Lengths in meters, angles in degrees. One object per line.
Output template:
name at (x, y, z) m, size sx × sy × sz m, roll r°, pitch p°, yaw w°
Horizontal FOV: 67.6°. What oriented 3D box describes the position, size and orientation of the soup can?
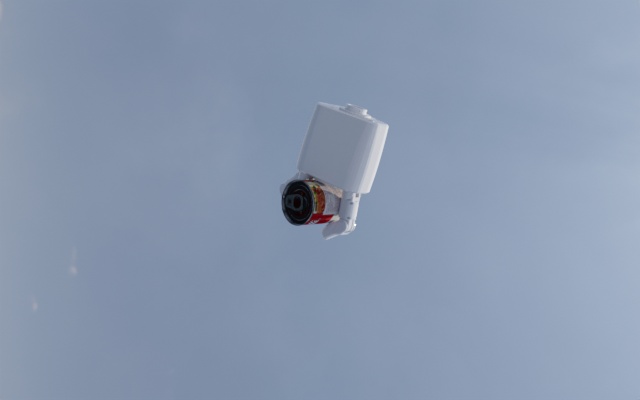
soup can at (0.000, 0.003, 0.731) m, size 0.068 × 0.068 × 0.102 m, roll 0°, pitch 1°, yaw 43°
